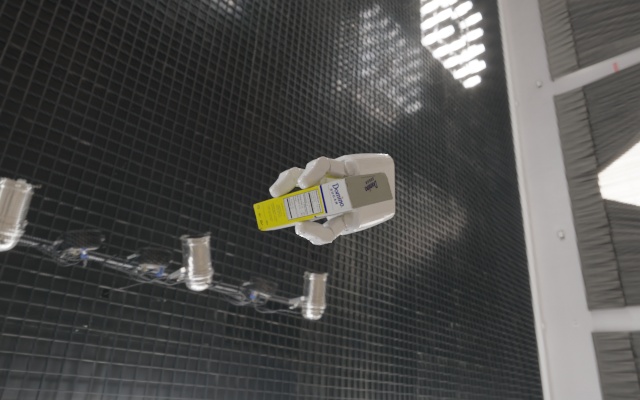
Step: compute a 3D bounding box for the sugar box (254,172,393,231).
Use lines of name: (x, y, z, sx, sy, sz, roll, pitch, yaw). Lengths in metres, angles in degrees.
sugar box: (0.000, 0.002, 0.657, 0.176, 0.048, 0.093, -18, -5, 41)
